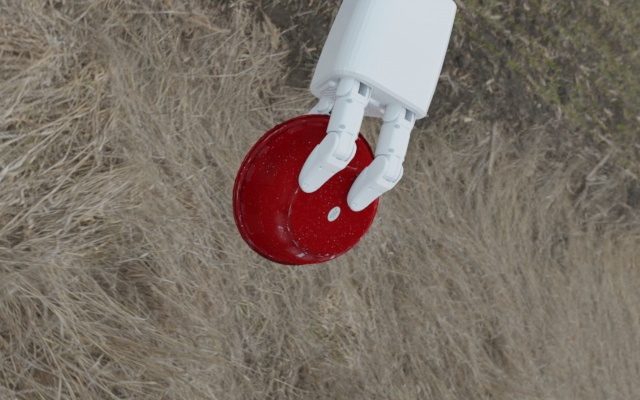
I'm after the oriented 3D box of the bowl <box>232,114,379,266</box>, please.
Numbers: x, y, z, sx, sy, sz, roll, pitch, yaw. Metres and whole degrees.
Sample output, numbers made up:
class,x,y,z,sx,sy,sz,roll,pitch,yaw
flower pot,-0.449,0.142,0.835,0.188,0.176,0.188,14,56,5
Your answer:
class,x,y,z,sx,sy,sz,roll,pitch,yaw
bowl,0.000,0.003,0.462,0.162,0.162,0.055,0,20,-28
